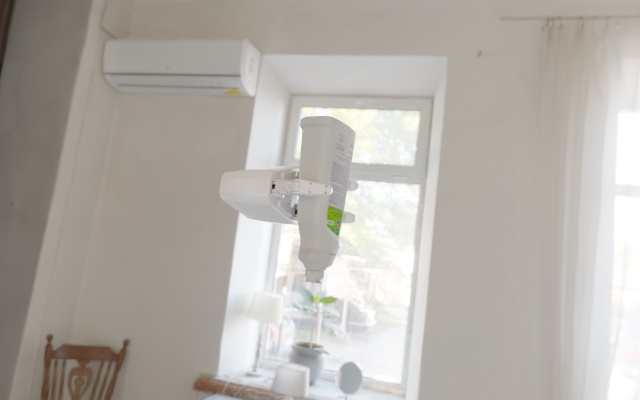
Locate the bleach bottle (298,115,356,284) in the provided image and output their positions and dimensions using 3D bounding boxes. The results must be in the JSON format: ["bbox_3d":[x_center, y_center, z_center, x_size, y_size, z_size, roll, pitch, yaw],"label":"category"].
[{"bbox_3d":[0.000,0.002,0.748,0.068,0.251,0.102,3,-8,32],"label":"bleach bottle"}]
